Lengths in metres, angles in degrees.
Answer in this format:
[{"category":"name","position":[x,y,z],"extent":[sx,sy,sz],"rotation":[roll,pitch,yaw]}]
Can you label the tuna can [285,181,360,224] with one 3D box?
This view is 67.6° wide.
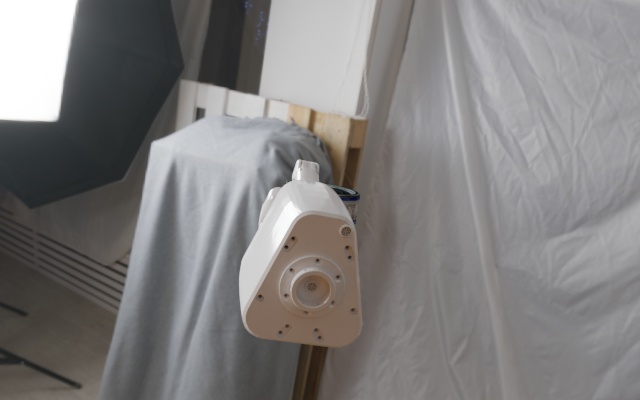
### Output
[{"category":"tuna can","position":[0.000,0.001,0.529],"extent":[0.086,0.034,0.086],"rotation":[9,9,-1]}]
